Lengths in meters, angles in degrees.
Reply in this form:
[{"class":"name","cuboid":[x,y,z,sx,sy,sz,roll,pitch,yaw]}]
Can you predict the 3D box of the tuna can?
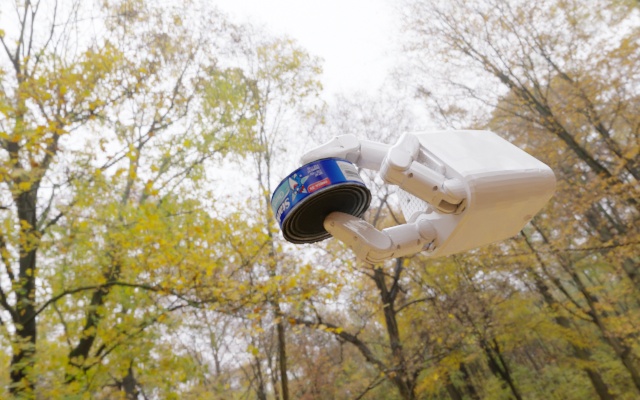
[{"class":"tuna can","cuboid":[0.000,0.001,0.424,0.086,0.033,0.086,-20,-30,-12]}]
